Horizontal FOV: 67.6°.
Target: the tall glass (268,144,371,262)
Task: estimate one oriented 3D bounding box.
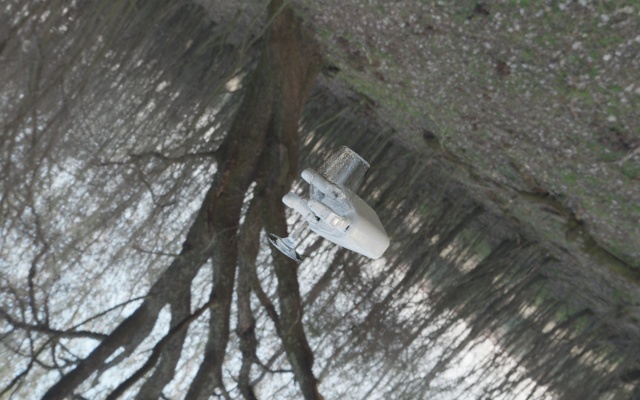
[{"bbox_3d":[0.000,0.003,0.808,0.079,0.201,0.079,37,5,-4],"label":"tall glass"}]
